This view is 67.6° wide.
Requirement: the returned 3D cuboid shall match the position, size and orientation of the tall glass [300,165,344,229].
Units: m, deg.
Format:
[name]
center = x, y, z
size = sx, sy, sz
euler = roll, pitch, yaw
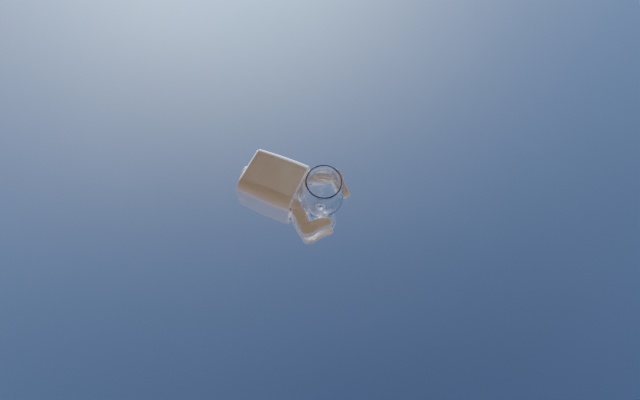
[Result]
[tall glass]
center = 0.000, 0.003, 0.890
size = 0.079, 0.079, 0.201
euler = 0, -20, -4
